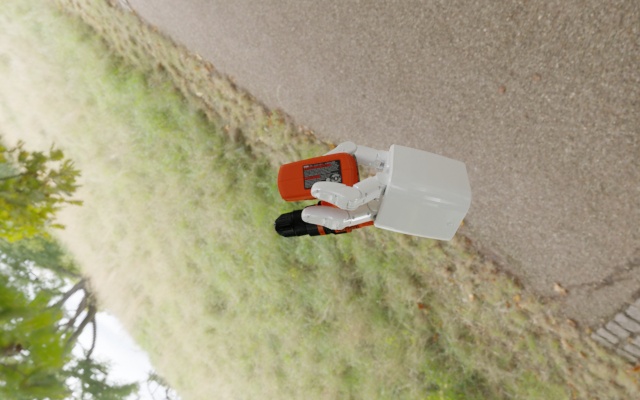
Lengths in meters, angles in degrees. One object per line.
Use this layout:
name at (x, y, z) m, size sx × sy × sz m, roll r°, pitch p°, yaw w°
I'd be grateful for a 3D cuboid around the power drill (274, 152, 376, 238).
power drill at (0.000, 0.002, 0.695) m, size 0.184 × 0.057 × 0.188 m, roll -12°, pitch -22°, yaw 9°
